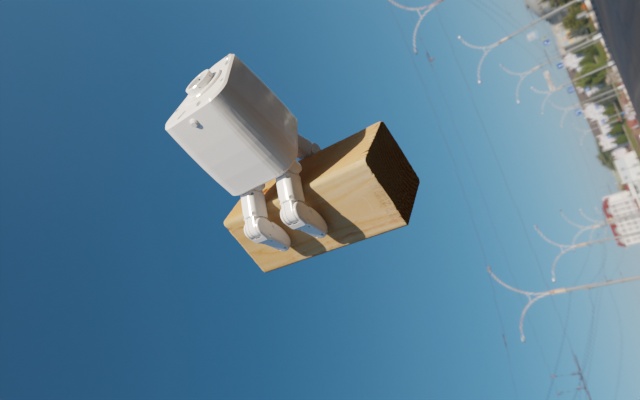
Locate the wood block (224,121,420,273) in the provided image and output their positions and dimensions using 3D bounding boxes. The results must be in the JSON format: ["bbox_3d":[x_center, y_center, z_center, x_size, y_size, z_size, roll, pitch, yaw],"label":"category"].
[{"bbox_3d":[0.000,0.001,0.563,0.206,0.090,0.090,-22,25,33],"label":"wood block"}]
